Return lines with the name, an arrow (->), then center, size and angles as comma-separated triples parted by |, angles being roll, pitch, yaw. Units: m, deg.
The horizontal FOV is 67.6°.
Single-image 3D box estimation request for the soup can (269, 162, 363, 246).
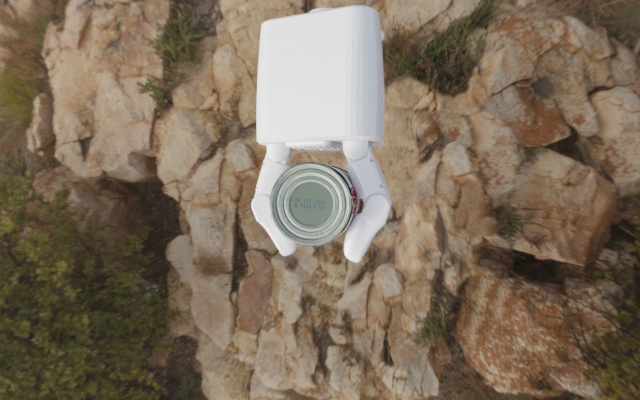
soup can -> 0.000, 0.002, 0.418 | 0.068, 0.068, 0.102 | 0, 2, 9
